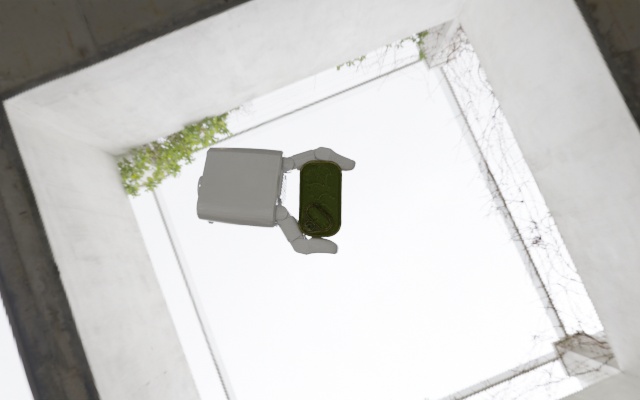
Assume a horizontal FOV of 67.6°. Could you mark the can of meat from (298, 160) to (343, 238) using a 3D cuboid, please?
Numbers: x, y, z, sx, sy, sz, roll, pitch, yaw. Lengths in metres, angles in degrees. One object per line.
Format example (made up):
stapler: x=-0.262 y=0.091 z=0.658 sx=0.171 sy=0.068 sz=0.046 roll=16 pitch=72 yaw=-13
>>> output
can of meat: x=0.000 y=0.002 z=0.666 sx=0.057 sy=0.102 sz=0.084 roll=1 pitch=-7 yaw=0
